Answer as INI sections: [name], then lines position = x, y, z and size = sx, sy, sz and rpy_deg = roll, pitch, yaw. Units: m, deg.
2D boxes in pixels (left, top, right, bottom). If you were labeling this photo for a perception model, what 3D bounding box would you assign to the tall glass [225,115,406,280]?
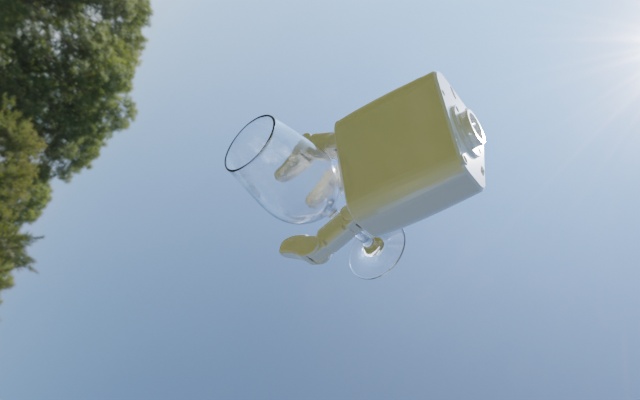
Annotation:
[tall glass]
position = 0.000, 0.002, 0.473
size = 0.079, 0.079, 0.201
rpy_deg = 0, -32, 48
